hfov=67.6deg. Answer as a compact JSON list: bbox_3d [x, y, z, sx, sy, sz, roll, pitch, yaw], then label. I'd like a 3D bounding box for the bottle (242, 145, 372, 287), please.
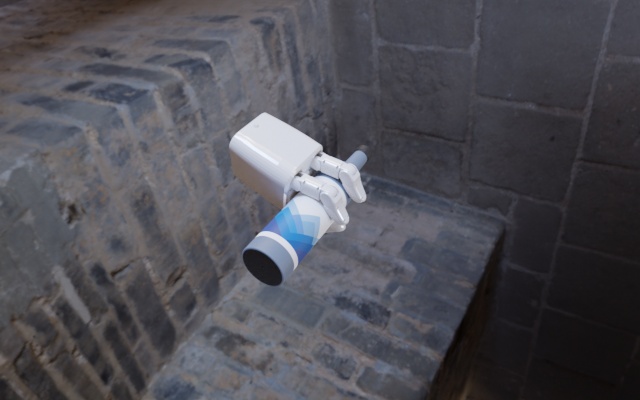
[{"bbox_3d":[0.000,0.003,0.706,0.069,0.069,0.295,0,35,38],"label":"bottle"}]
